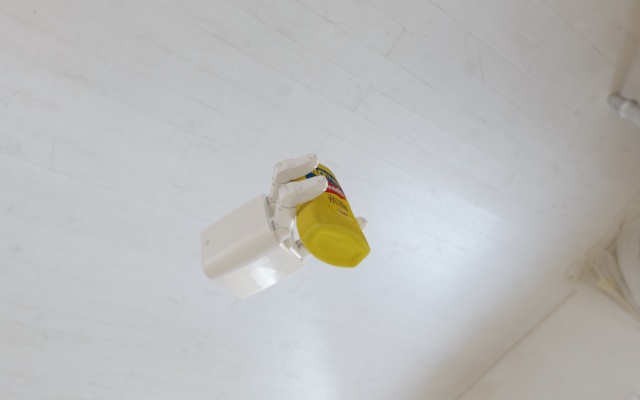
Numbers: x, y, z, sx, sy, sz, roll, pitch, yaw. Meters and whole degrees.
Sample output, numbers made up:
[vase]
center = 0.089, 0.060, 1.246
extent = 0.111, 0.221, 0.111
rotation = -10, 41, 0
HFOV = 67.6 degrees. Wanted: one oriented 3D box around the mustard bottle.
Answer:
[mustard bottle]
center = 0.000, 0.002, 0.641
extent = 0.096, 0.058, 0.191
rotation = 28, 24, -30
